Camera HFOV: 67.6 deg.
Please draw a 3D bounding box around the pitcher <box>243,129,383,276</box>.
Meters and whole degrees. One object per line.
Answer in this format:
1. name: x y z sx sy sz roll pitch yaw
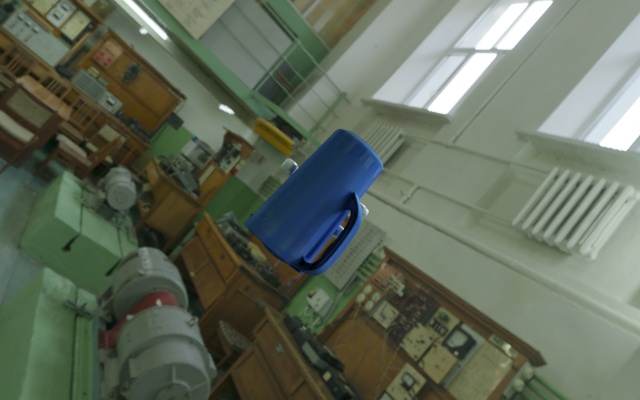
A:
1. pitcher: 0.000 0.003 0.819 0.149 0.243 0.145 42 -5 -7
